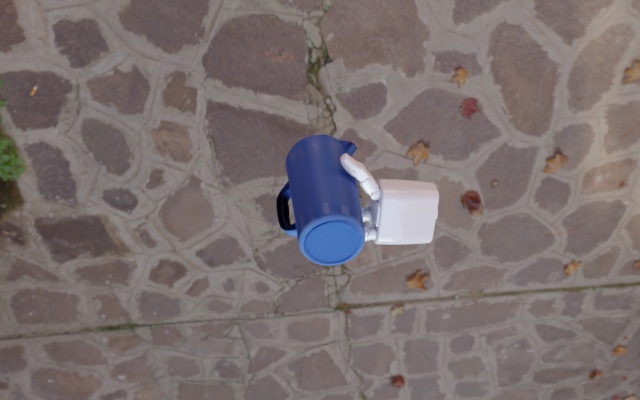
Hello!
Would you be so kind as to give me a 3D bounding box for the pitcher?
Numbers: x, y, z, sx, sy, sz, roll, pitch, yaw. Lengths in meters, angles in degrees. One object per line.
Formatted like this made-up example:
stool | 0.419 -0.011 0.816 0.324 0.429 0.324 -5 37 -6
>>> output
pitcher | 0.000 0.003 0.850 0.145 0.149 0.242 4 36 -9
